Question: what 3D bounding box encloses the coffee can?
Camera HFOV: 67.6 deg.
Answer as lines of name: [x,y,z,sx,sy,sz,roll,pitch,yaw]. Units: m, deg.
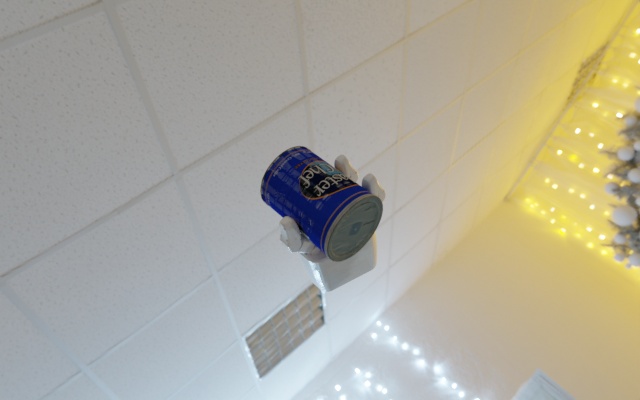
coffee can: [0.000,0.002,0.656,0.140,0.103,0.103,38,22,32]
